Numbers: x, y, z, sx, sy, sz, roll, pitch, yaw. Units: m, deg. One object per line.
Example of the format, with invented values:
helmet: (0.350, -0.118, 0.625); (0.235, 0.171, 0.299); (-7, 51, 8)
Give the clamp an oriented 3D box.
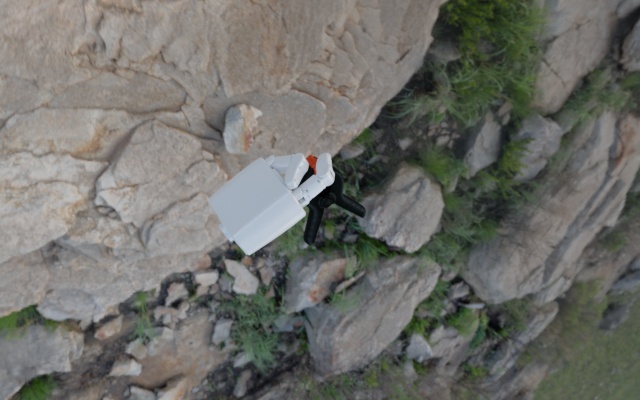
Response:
clamp: (0.000, 0.003, 0.795); (0.120, 0.172, 0.039); (-38, 41, -6)
